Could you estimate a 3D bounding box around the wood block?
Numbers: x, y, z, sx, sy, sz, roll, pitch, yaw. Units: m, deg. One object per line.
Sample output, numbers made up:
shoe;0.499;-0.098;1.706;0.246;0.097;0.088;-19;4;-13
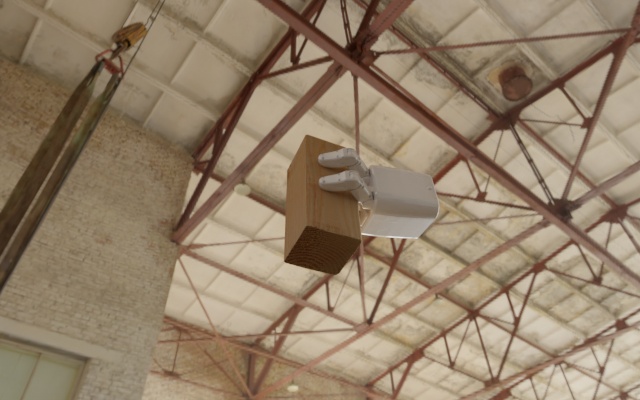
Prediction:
wood block;0.000;0.003;0.760;0.090;0.206;0.091;16;-48;-17
